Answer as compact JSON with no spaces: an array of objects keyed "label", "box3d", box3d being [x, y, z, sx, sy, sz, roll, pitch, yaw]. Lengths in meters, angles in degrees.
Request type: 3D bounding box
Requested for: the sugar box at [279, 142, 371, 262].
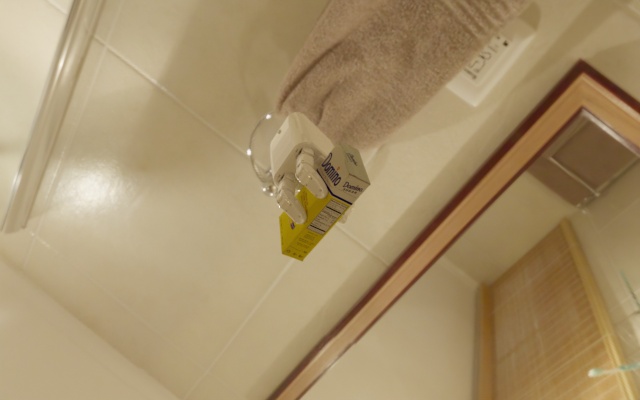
[{"label":"sugar box","box3d":[0.000,0.002,0.733,0.048,0.176,0.093,23,31,-25]}]
